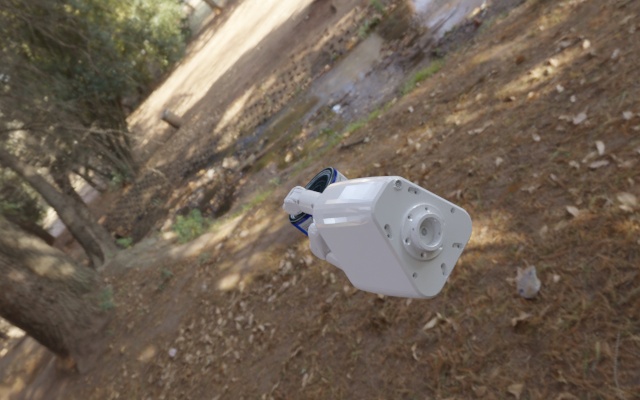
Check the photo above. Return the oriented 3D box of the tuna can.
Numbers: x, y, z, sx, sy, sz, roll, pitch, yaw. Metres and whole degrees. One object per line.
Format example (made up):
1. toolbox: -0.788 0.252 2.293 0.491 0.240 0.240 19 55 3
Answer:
1. tuna can: 0.000 0.002 0.577 0.034 0.086 0.086 38 -13 -17
